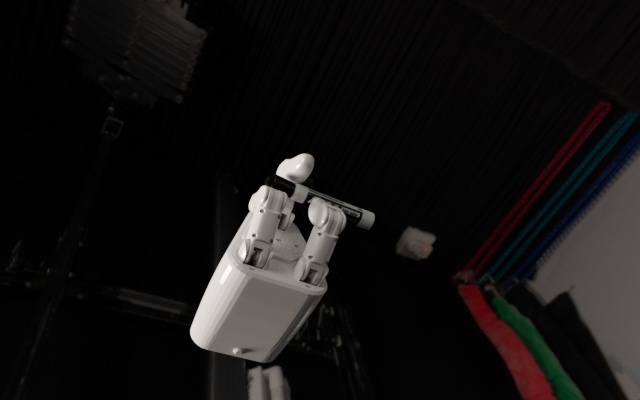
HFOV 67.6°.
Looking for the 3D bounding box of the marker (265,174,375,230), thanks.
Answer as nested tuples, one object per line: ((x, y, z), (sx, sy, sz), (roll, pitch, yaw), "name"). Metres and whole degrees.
((0.000, 0.002, 0.484), (0.121, 0.020, 0.020), (22, -8, -20), "marker")
